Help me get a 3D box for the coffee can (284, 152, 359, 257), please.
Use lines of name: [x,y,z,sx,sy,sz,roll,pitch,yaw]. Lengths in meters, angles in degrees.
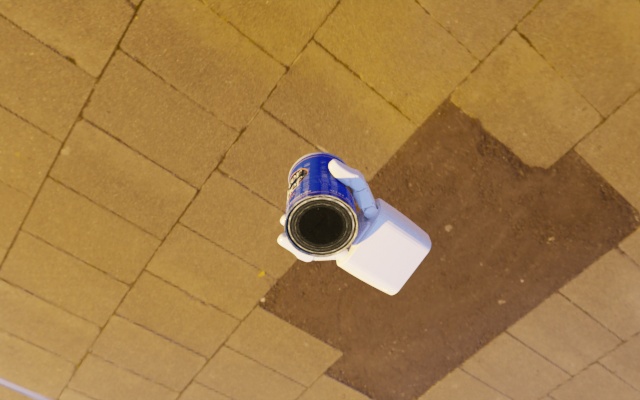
coffee can: [0.000,0.002,0.712,0.103,0.103,0.140,0,30,-1]
